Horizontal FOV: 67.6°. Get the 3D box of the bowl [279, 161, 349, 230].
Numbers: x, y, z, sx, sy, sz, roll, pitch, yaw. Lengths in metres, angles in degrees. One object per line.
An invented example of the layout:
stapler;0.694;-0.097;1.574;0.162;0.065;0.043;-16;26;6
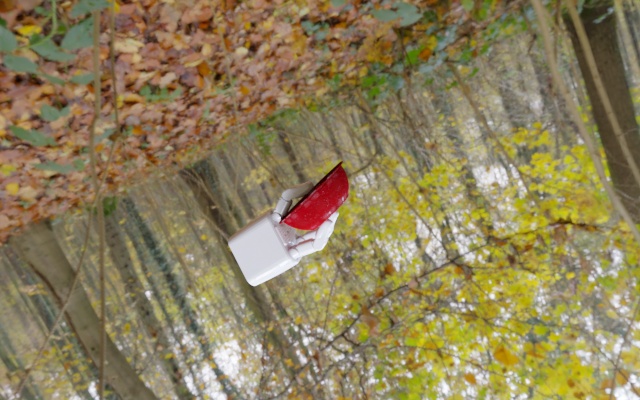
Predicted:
bowl;0.001;0.002;0.865;0.162;0.055;0.162;-45;3;3
